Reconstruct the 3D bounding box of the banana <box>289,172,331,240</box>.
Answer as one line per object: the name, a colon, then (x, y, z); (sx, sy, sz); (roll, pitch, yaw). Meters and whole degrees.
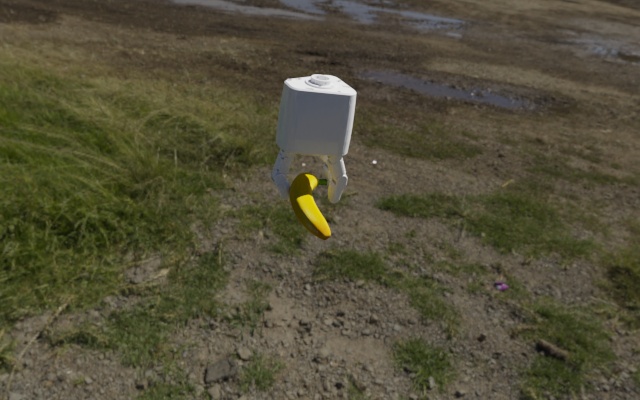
banana: (-0.018, -0.002, 0.796); (0.069, 0.037, 0.197); (9, 30, -5)
